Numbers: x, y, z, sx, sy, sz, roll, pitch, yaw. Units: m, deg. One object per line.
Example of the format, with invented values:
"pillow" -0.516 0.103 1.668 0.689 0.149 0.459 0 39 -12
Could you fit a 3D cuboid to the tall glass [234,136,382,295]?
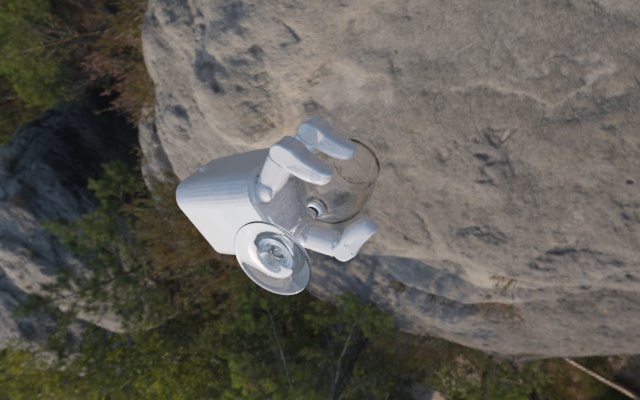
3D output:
"tall glass" 0.000 0.002 0.475 0.079 0.079 0.201 0 29 29
